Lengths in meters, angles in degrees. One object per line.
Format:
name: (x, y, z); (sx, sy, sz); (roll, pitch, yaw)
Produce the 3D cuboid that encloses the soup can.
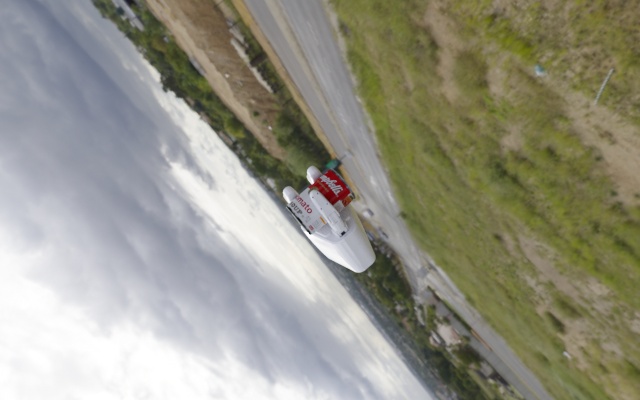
soup can: (0.000, 0.003, 0.817); (0.102, 0.068, 0.068); (-40, 4, -5)
